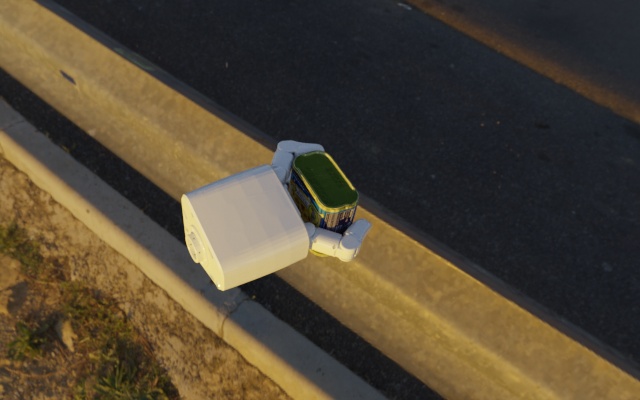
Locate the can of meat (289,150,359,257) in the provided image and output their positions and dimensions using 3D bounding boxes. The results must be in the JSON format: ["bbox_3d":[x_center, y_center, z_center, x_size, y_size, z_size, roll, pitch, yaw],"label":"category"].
[{"bbox_3d":[0.000,0.002,0.583,0.057,0.102,0.084,-18,-37,-24],"label":"can of meat"}]
